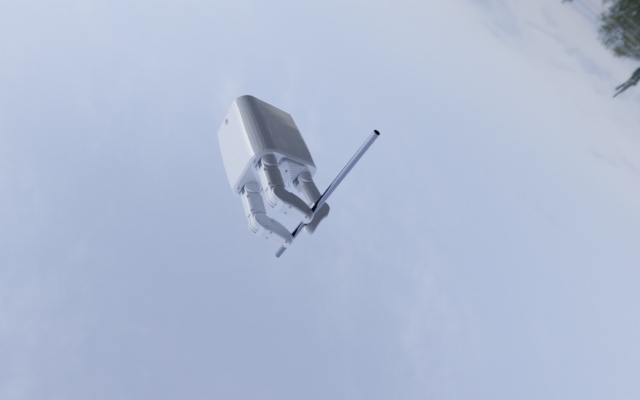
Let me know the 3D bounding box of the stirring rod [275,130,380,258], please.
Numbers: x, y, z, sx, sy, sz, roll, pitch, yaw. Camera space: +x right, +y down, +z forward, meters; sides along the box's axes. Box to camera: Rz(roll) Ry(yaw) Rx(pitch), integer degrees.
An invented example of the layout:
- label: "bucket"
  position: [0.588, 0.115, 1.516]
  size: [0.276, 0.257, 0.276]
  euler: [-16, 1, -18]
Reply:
- label: "stirring rod"
  position: [0.000, 0.002, 0.568]
  size: [0.011, 0.011, 0.240]
  euler: [0, -37, -37]
